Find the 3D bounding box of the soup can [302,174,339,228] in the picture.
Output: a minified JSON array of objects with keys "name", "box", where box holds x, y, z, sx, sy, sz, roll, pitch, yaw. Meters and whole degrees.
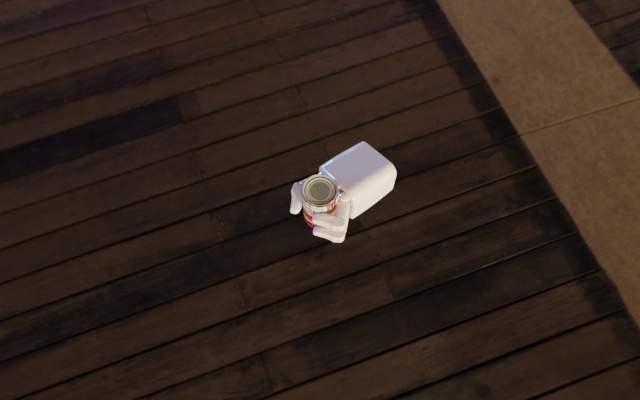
[{"name":"soup can","box":[0.000,0.003,0.887,0.068,0.068,0.102,0,-26,1]}]
